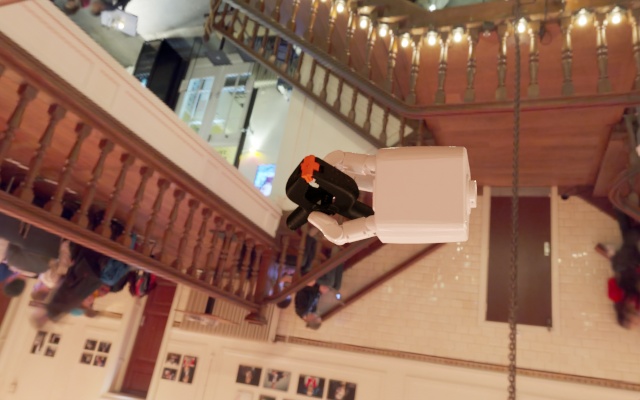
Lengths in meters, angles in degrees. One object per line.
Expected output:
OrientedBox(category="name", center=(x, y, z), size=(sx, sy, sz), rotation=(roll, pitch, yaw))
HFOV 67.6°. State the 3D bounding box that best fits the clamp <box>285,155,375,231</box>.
OrientedBox(category="clamp", center=(0.000, 0.003, 0.642), size=(0.164, 0.036, 0.210), rotation=(-3, -24, 20))
